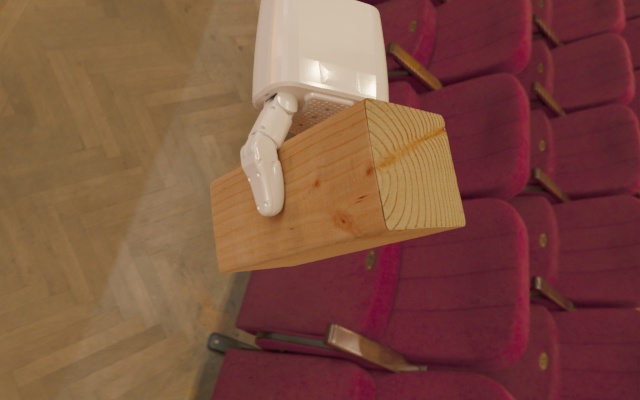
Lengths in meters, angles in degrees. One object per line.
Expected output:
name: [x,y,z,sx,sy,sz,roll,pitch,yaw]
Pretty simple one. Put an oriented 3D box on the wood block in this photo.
wood block: [0.000,0.001,0.401,0.091,0.090,0.206,2,-15,-42]
